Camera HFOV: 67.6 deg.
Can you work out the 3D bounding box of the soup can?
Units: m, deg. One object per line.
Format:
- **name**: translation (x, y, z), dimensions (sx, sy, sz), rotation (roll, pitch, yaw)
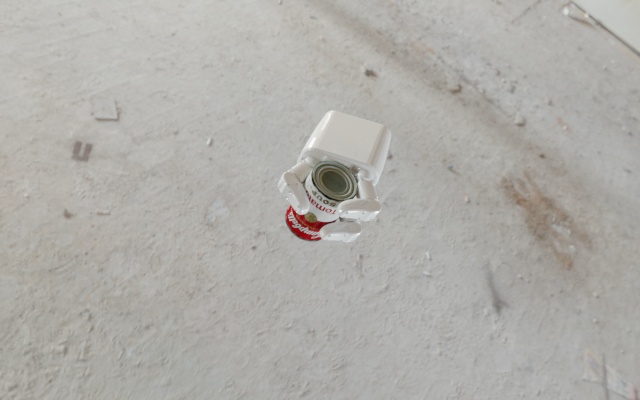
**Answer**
- **soup can**: translation (0.000, 0.002, 0.654), dimensions (0.068, 0.068, 0.102), rotation (0, -35, -28)
